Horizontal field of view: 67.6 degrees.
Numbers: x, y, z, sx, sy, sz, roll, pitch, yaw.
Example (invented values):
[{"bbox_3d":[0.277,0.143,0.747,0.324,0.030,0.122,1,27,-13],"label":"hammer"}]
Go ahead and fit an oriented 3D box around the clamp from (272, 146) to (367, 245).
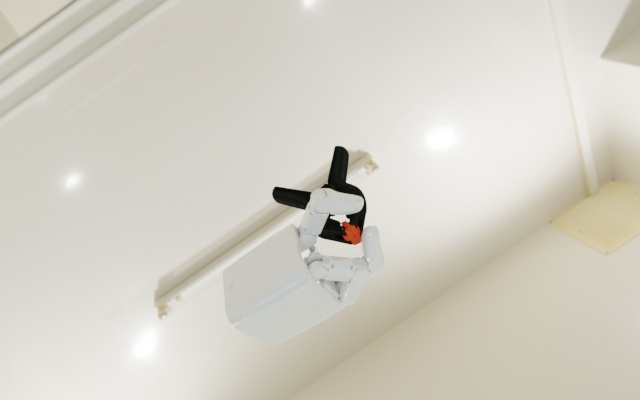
[{"bbox_3d":[0.001,0.002,0.608,0.120,0.039,0.171,-33,35,10],"label":"clamp"}]
